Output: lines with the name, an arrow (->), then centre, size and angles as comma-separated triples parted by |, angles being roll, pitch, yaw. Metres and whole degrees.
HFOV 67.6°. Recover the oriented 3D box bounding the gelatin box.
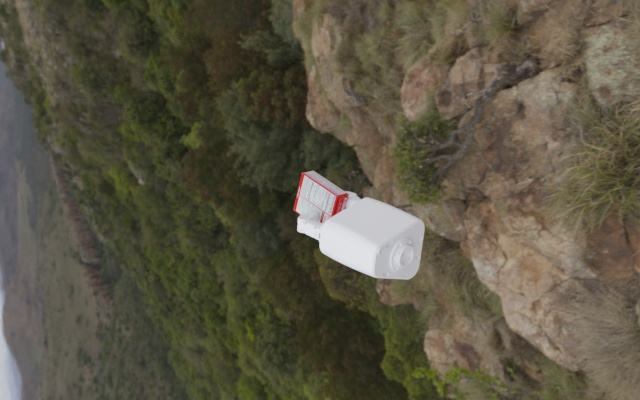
gelatin box -> 0.000, 0.003, 0.787 | 0.030, 0.073, 0.089 | -15, 38, -44
